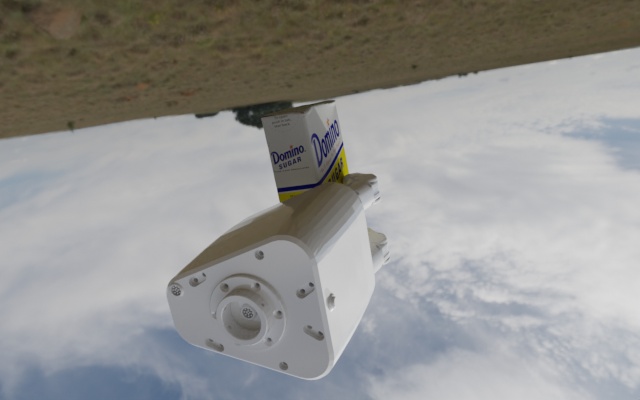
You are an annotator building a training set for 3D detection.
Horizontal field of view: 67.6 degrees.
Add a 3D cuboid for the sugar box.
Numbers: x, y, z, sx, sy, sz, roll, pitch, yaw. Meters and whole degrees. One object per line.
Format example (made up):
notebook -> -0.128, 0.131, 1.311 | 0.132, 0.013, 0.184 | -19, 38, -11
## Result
sugar box -> 0.001, 0.002, 0.437 | 0.048, 0.176, 0.093 | -4, 15, 20
